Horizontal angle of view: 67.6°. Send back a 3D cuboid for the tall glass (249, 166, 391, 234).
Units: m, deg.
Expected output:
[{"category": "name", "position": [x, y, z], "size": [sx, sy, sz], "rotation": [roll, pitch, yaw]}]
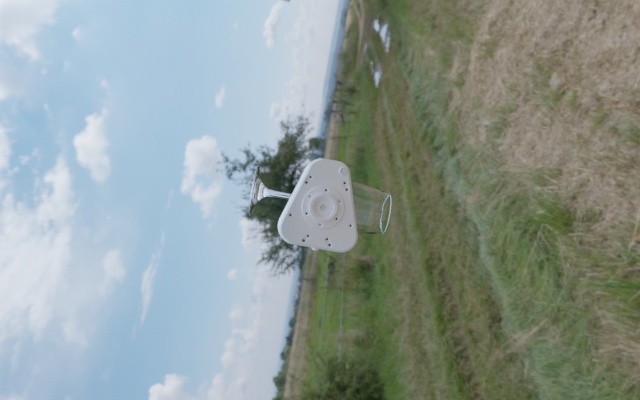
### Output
[{"category": "tall glass", "position": [-0.001, 0.002, 0.706], "size": [0.201, 0.079, 0.079], "rotation": [10, -1, -2]}]
